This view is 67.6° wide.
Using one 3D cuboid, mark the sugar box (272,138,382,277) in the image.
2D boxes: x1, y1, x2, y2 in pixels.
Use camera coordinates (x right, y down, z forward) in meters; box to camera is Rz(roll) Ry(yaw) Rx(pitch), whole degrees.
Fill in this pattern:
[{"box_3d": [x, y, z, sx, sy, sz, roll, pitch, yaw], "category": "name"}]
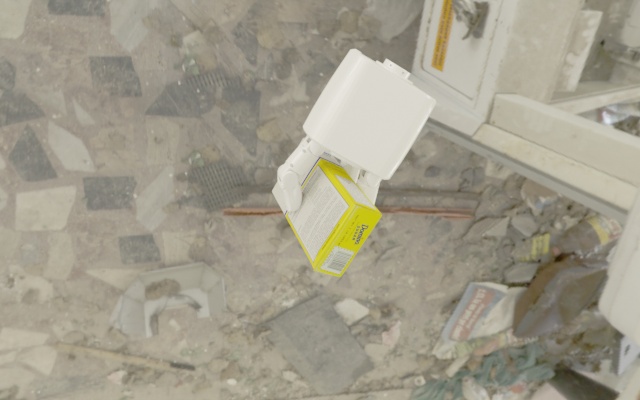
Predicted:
[{"box_3d": [0.001, 0.002, 0.587, 0.048, 0.093, 0.176, 22, 21, -30], "category": "sugar box"}]
